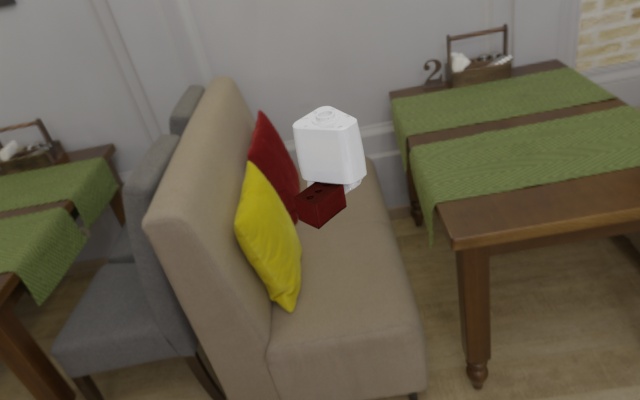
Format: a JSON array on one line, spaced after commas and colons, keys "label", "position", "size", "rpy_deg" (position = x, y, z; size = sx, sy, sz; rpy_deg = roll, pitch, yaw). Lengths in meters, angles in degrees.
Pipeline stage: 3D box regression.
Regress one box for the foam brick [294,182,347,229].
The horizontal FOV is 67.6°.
[{"label": "foam brick", "position": [0.000, 0.003, 0.843], "size": [0.053, 0.051, 0.078], "rpy_deg": [20, 45, 38]}]
